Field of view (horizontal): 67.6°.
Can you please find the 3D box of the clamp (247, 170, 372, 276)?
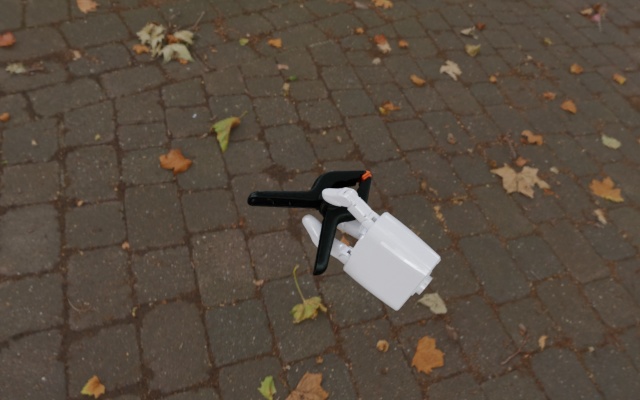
[{"bbox_3d":[0.001,0.002,0.760,0.210,0.164,0.036,-41,-14,-35],"label":"clamp"}]
